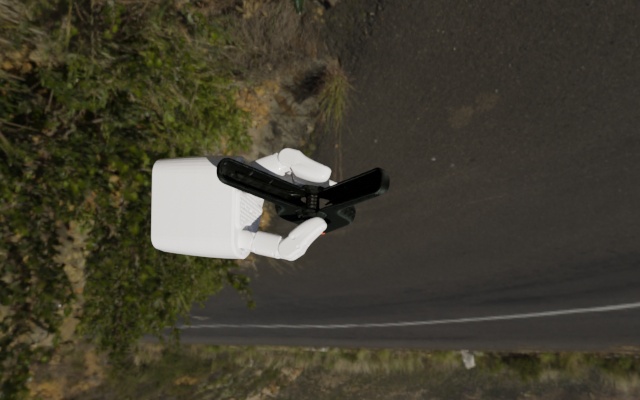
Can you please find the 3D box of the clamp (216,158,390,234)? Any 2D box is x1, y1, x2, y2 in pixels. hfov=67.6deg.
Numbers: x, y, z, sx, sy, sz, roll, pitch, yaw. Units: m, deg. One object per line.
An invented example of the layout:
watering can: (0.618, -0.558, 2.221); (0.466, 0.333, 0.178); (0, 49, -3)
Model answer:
clamp: (0.000, 0.003, 0.528); (0.164, 0.036, 0.210); (3, -16, 14)
